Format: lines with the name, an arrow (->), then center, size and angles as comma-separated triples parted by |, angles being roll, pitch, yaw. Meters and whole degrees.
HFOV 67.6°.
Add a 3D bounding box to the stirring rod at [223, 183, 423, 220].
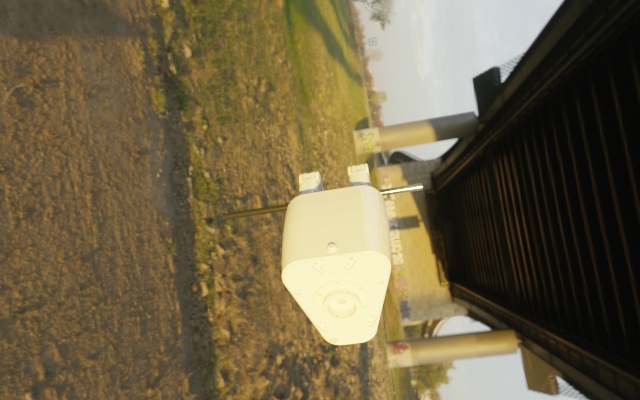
stirring rod -> 0.000, 0.002, 0.568 | 0.239, 0.011, 0.011 | -9, -1, 7
